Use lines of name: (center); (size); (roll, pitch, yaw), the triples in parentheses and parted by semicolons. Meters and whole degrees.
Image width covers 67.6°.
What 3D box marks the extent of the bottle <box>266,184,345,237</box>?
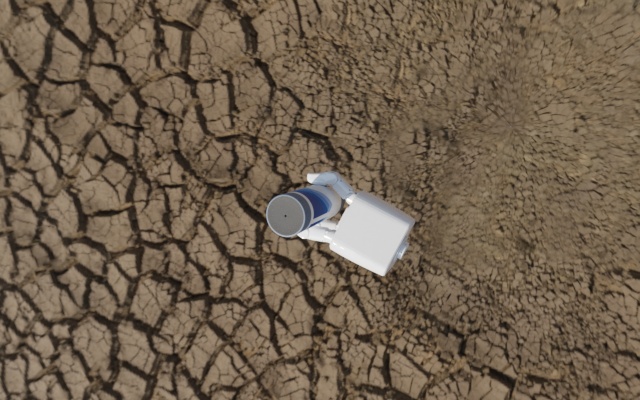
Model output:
bottle: (0.000, 0.003, 0.864); (0.069, 0.069, 0.295); (0, 8, 22)
